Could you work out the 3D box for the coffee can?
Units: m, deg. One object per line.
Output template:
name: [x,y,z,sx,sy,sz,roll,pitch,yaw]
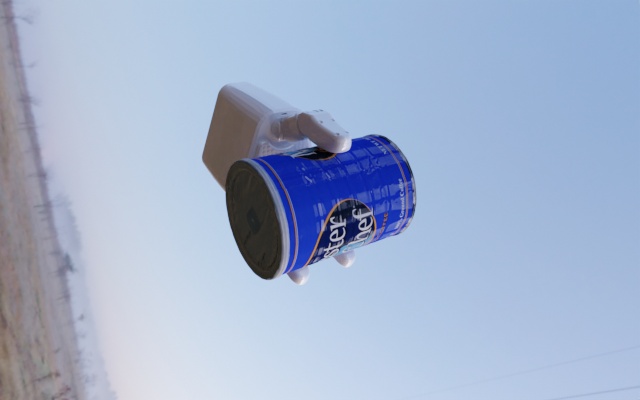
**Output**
coffee can: [0.000,0.001,0.430,0.140,0.103,0.103,-15,8,-31]
